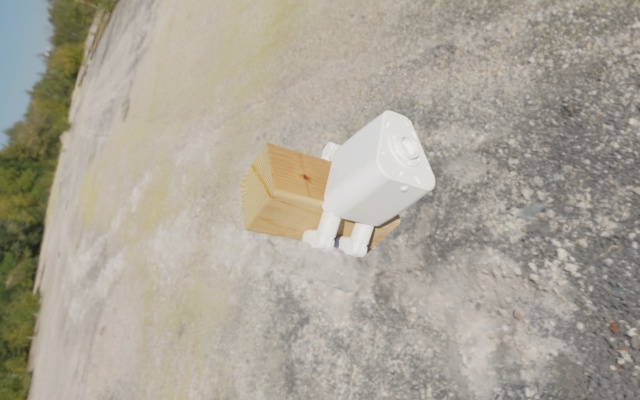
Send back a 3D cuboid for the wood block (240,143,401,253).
[{"bbox_3d":[0.000,0.002,0.686,0.206,0.090,0.090,14,-45,-30],"label":"wood block"}]
